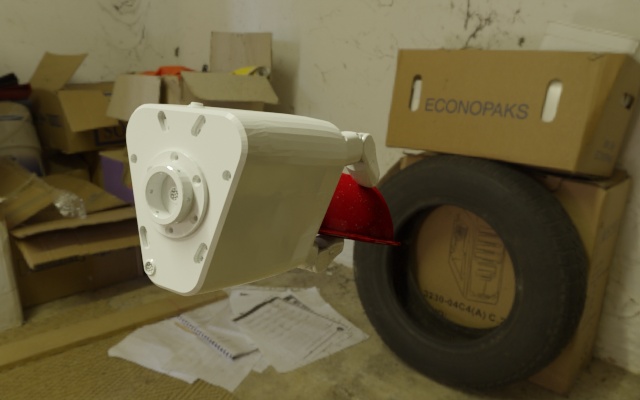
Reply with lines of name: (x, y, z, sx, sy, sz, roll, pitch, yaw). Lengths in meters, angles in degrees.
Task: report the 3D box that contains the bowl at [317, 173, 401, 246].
bowl: (0.000, 0.001, 0.453, 0.162, 0.055, 0.162, 11, -2, 0)
